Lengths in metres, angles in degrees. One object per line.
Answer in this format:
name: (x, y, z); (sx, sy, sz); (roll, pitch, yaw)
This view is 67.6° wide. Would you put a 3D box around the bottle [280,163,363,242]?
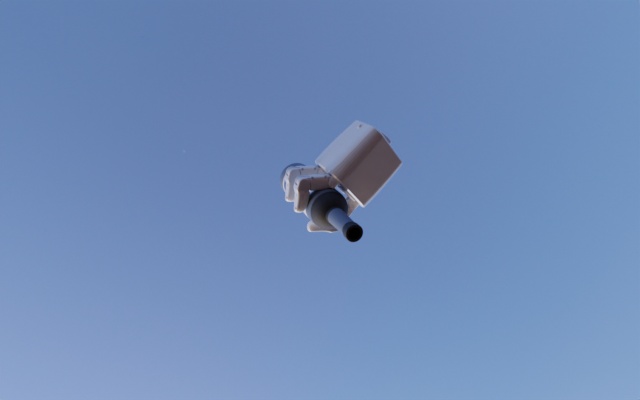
bottle: (0.000, 0.003, 0.813); (0.069, 0.069, 0.295); (0, 18, -20)
